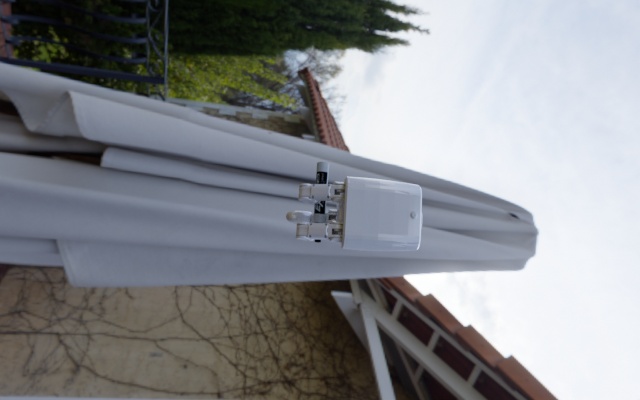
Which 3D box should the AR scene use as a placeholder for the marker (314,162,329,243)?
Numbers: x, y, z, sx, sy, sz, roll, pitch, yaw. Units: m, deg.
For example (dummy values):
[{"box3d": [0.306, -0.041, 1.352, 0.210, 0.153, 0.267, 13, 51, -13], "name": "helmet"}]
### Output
[{"box3d": [0.000, 0.002, 0.716, 0.020, 0.121, 0.020, 4, -9, 1], "name": "marker"}]
